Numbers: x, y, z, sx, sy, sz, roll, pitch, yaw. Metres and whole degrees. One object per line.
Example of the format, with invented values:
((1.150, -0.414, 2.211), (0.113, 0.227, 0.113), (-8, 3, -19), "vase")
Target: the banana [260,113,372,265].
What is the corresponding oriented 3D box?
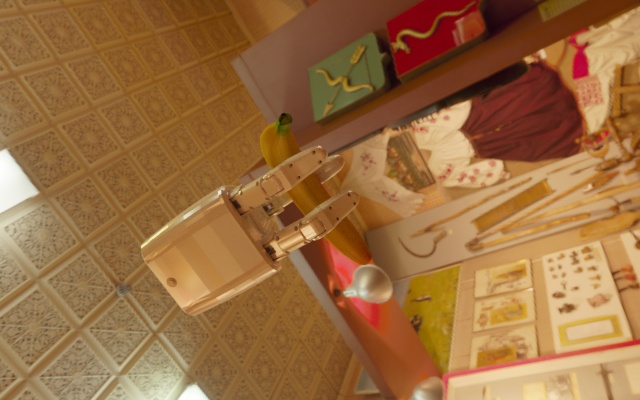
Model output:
((-0.010, -0.007, 0.488), (0.037, 0.198, 0.069), (-39, 33, -8), "banana")
